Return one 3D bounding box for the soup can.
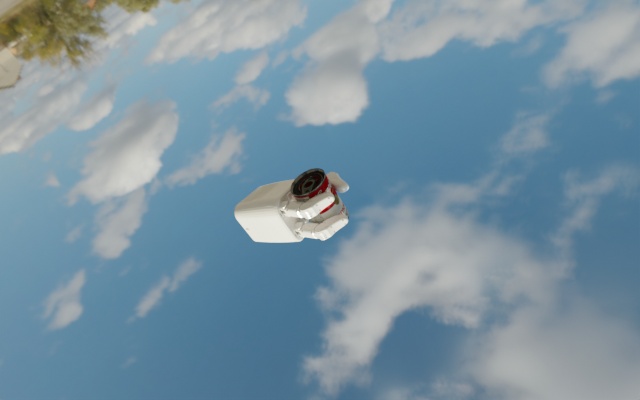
[{"bbox_3d":[0.001,0.003,0.847,0.068,0.068,0.102,0,-44,39],"label":"soup can"}]
